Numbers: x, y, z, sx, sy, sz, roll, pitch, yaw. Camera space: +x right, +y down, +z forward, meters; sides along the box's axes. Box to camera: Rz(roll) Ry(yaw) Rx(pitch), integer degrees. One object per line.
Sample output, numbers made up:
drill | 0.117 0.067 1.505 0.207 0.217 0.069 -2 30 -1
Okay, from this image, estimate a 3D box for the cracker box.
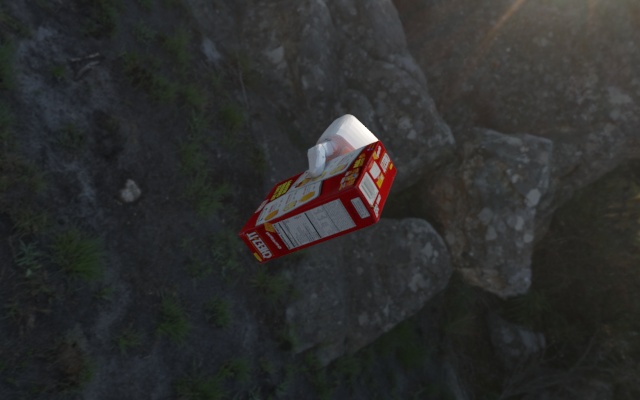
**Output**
cracker box | 0.000 0.002 0.745 0.214 0.072 0.164 -22 20 29
